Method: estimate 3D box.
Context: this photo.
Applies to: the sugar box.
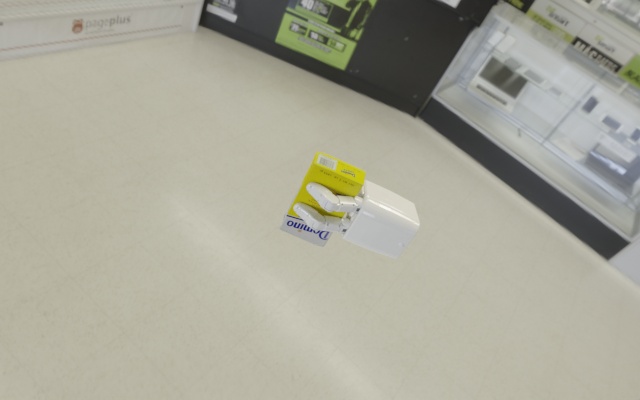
[{"bbox_3d":[0.000,0.003,0.844,0.093,0.176,0.048,23,39,-6],"label":"sugar box"}]
